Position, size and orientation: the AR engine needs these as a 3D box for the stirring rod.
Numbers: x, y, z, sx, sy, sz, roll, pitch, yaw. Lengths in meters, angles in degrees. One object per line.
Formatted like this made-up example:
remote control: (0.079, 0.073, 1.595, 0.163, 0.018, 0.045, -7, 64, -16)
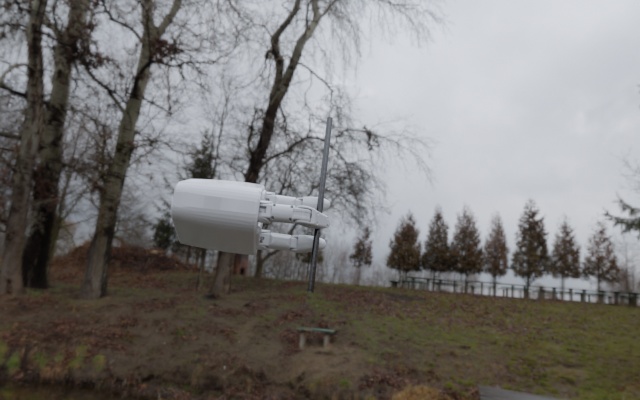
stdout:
stirring rod: (0.000, 0.002, 0.640, 0.011, 0.239, 0.011, 6, -12, 1)
